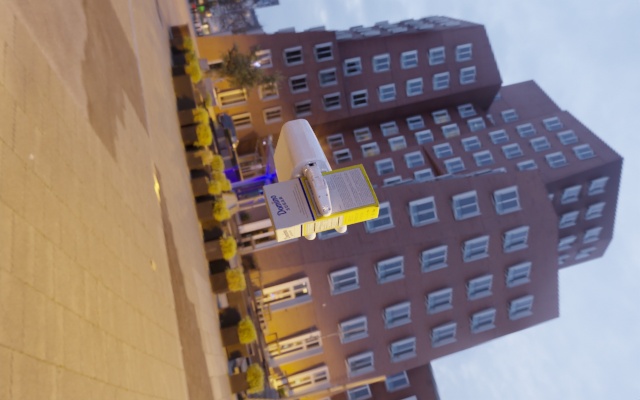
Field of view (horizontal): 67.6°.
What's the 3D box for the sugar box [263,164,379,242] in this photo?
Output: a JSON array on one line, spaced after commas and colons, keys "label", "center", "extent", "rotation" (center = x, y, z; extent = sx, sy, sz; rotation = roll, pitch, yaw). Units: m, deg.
[{"label": "sugar box", "center": [0.000, 0.003, 0.795], "extent": [0.176, 0.093, 0.048], "rotation": [-14, -34, -9]}]
